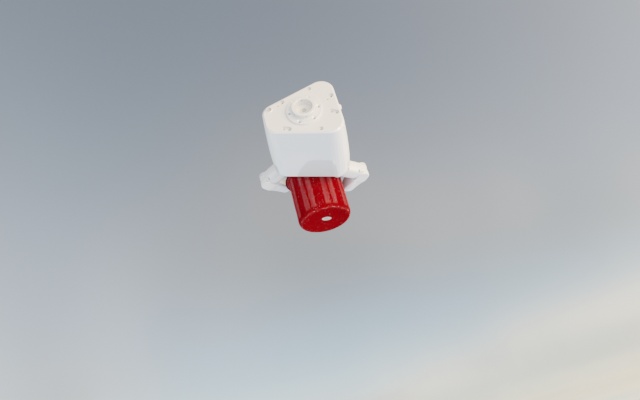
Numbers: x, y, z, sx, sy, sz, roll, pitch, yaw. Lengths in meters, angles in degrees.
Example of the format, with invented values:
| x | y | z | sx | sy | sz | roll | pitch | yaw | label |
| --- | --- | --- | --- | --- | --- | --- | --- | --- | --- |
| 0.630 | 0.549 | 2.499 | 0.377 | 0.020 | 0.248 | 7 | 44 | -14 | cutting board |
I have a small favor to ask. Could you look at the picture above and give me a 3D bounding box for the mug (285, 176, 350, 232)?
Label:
| x | y | z | sx | sy | sz | roll | pitch | yaw | label |
| --- | --- | --- | --- | --- | --- | --- | --- | --- | --- |
| 0.000 | 0.003 | 0.756 | 0.093 | 0.081 | 0.117 | -15 | -30 | 0 | mug |
